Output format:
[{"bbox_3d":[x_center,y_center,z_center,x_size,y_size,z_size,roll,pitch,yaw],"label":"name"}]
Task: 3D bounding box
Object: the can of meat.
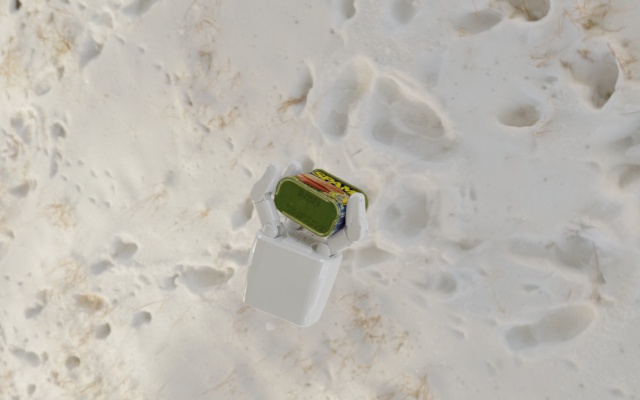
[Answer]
[{"bbox_3d":[0.000,0.002,0.634,0.102,0.057,0.084,29,22,23],"label":"can of meat"}]
